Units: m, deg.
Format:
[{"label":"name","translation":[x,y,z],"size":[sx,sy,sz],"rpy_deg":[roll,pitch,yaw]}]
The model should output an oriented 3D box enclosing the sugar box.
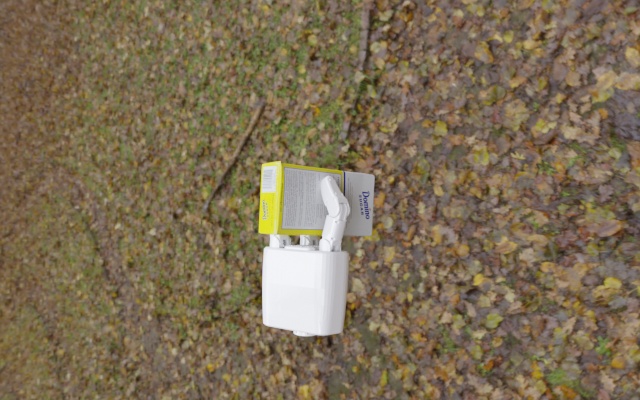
[{"label":"sugar box","translation":[0.000,0.002,0.660],"size":[0.176,0.093,0.048],"rpy_deg":[6,-3,-44]}]
